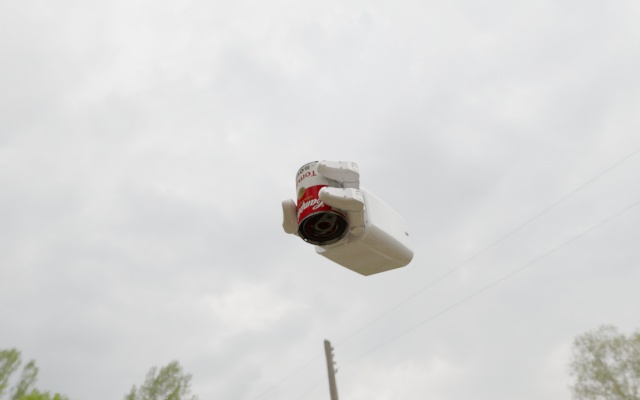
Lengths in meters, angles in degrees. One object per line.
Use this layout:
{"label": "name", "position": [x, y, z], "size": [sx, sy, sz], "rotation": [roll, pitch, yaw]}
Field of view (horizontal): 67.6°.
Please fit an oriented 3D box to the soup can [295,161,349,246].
{"label": "soup can", "position": [0.000, 0.002, 0.663], "size": [0.068, 0.102, 0.069], "rotation": [-3, -44, -3]}
